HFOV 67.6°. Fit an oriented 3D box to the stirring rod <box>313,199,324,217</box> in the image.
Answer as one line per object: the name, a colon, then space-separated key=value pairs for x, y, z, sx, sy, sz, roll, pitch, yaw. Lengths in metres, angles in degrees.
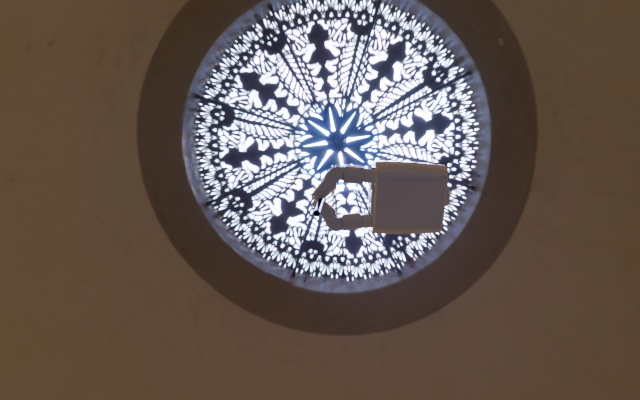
stirring rod: x=0.000 y=0.002 z=0.692 sx=0.011 sy=0.011 sz=0.239 roll=0 pitch=6 yaw=2
